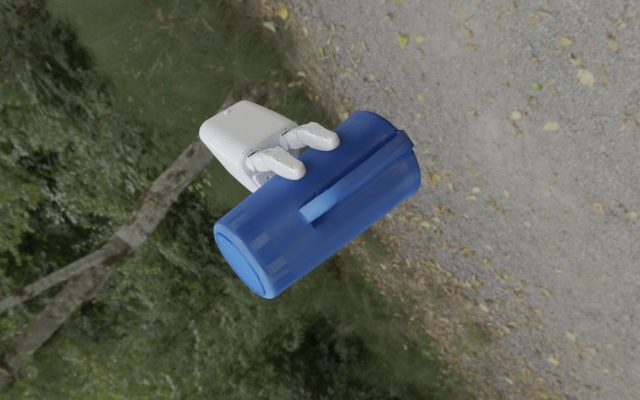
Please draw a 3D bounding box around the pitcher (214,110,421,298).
[{"bbox_3d":[0.000,0.002,0.572,0.242,0.149,0.145,-38,48,-23],"label":"pitcher"}]
